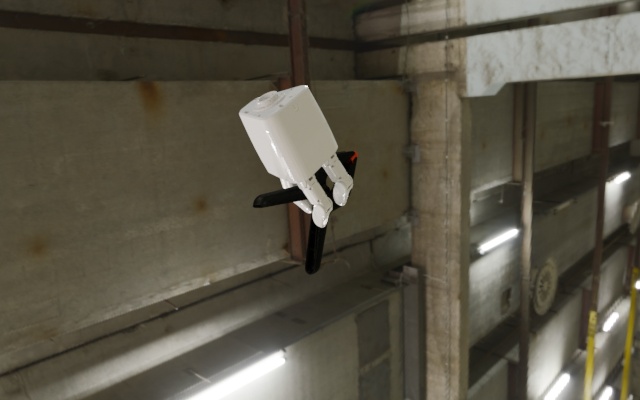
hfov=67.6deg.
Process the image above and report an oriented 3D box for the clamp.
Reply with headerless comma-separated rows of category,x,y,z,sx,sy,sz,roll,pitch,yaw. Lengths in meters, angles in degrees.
clamp,0.000,0.002,0.764,0.036,0.165,0.210,5,43,46
